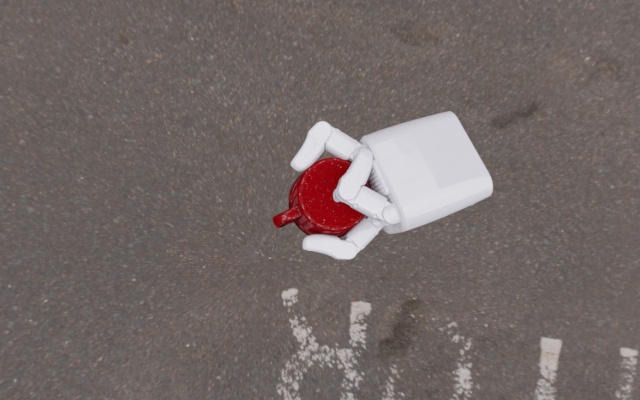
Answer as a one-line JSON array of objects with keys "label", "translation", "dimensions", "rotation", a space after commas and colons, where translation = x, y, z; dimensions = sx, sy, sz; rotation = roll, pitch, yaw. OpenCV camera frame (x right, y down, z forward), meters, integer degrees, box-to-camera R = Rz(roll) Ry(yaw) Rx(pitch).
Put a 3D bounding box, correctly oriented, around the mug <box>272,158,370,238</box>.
[{"label": "mug", "translation": [-0.001, 0.002, 0.546], "dimensions": [0.117, 0.093, 0.081], "rotation": [-21, -4, -9]}]
